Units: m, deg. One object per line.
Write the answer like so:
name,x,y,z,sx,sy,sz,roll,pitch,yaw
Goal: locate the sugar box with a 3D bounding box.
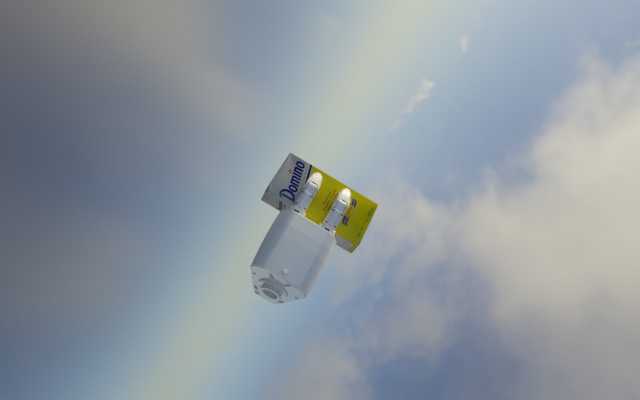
sugar box,0.000,0.003,0.801,0.176,0.093,0.048,31,-33,-4
